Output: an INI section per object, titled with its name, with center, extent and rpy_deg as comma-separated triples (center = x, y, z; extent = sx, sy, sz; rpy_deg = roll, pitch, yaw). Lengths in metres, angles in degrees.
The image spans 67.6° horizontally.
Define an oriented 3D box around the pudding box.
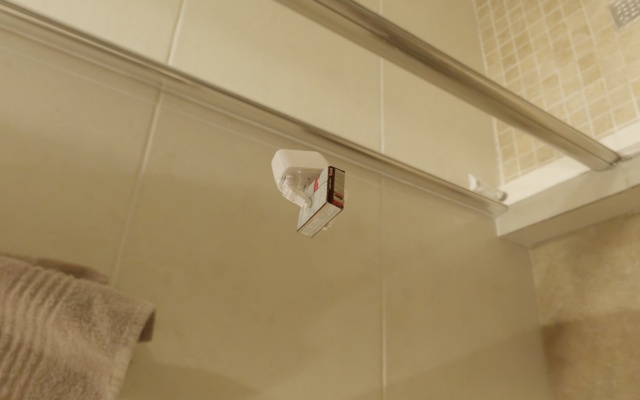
[pudding box]
center = 0.000, 0.003, 0.878
extent = 0.039, 0.090, 0.113
rpy_deg = 21, -41, -21
